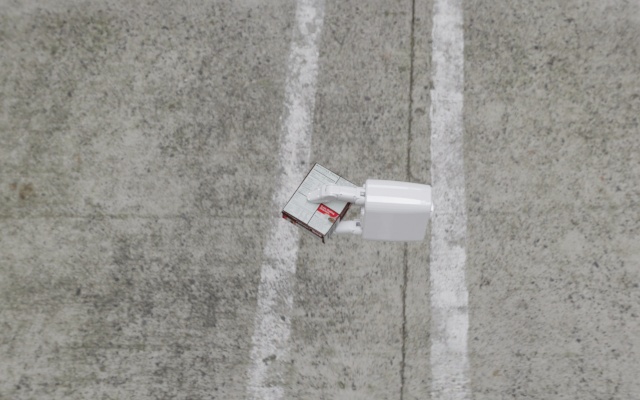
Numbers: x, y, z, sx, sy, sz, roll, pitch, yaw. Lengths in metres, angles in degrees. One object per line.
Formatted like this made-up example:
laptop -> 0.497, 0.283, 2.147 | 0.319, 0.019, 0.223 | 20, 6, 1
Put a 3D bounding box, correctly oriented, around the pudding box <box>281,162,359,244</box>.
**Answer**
pudding box -> 0.000, 0.003, 0.818 | 0.090, 0.113, 0.039 | 30, -21, 13
